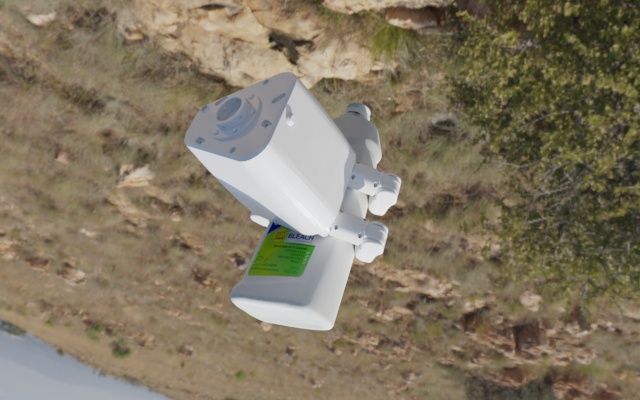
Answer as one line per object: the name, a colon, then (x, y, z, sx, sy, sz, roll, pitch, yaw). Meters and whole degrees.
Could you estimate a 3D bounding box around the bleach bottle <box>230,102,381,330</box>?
bleach bottle: (0.000, 0.002, 0.496, 0.102, 0.250, 0.068, -2, -34, 35)
